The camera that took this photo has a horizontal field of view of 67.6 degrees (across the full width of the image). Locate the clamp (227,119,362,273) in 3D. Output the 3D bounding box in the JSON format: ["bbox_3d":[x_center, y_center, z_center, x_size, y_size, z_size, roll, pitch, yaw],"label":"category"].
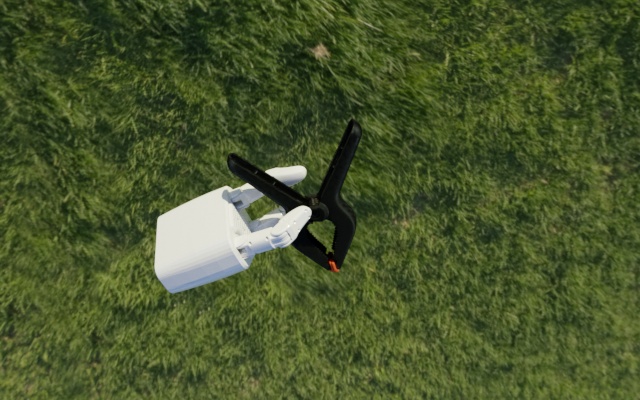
[{"bbox_3d":[0.000,0.003,0.606,0.164,0.210,0.036,-20,30,10],"label":"clamp"}]
